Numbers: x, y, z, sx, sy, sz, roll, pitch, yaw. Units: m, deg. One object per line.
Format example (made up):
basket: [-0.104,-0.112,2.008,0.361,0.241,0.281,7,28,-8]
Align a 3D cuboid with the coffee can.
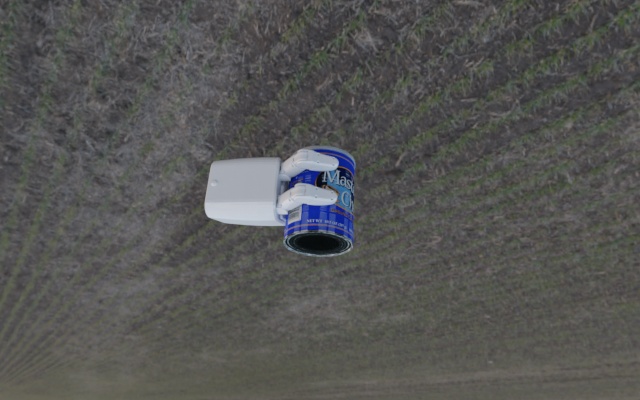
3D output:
coffee can: [0.000,0.002,0.724,0.103,0.140,0.103,3,-26,1]
